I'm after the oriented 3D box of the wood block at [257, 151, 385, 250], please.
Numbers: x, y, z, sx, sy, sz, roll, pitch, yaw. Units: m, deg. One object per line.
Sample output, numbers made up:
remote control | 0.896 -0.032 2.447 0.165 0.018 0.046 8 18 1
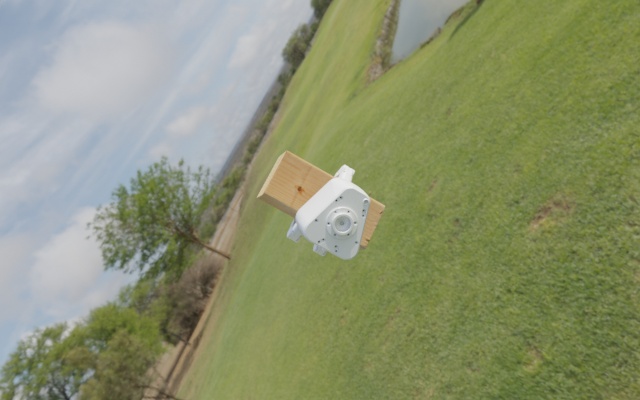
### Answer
wood block | 0.000 0.003 0.875 0.206 0.091 0.090 29 -10 -11
